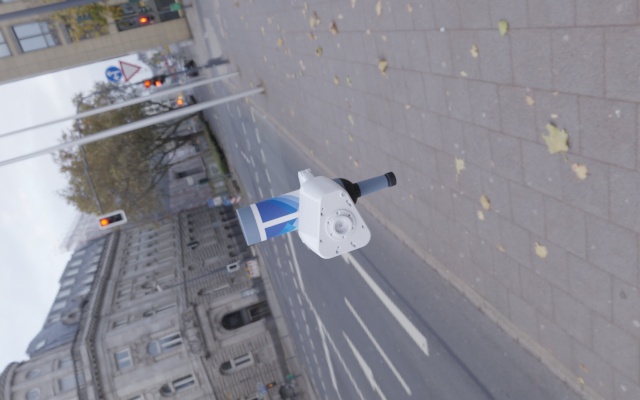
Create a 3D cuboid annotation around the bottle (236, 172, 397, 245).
[{"bbox_3d":[0.000,0.003,0.864,0.295,0.069,0.069,-18,4,-12],"label":"bottle"}]
